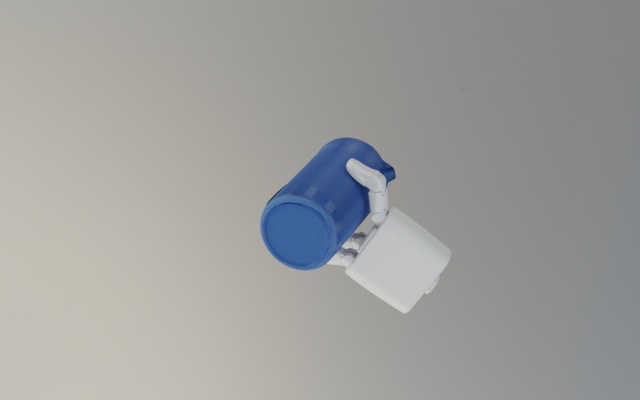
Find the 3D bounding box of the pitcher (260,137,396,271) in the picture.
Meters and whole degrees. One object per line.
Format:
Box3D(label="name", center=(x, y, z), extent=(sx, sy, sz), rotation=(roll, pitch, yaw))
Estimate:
Box3D(label="pitcher", center=(0.000, 0.002, 0.707), extent=(0.145, 0.149, 0.242), rotation=(37, 30, 4))
